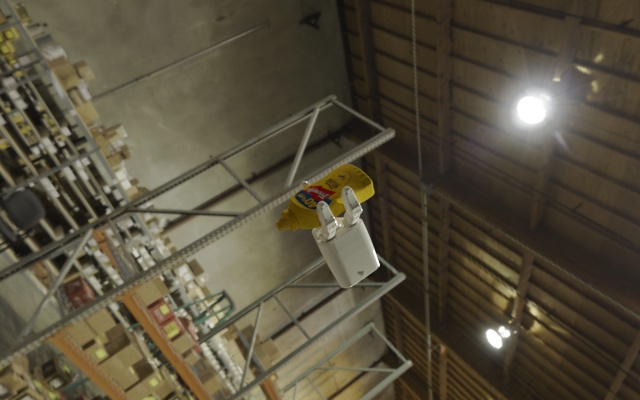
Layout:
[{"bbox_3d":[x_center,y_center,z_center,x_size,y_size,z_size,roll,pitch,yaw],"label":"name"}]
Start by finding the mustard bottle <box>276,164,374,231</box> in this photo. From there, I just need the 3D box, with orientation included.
[{"bbox_3d":[0.000,0.003,0.899,0.191,0.058,0.096,-31,42,-19],"label":"mustard bottle"}]
